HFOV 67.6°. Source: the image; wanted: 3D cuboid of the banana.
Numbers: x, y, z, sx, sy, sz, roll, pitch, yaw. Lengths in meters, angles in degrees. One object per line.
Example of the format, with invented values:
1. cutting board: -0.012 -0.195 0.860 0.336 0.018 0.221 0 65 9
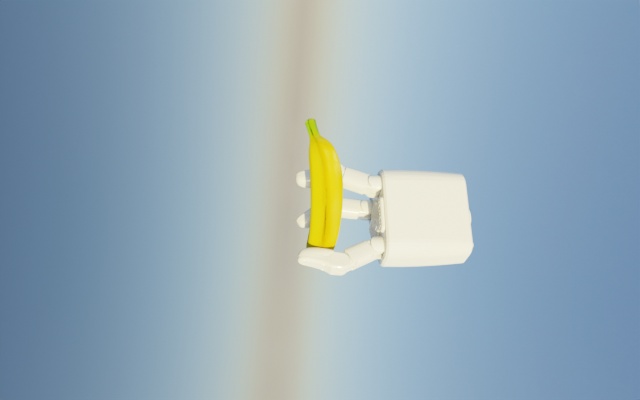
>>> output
1. banana: 0.003 0.009 0.553 0.037 0.198 0.069 -4 33 -9
